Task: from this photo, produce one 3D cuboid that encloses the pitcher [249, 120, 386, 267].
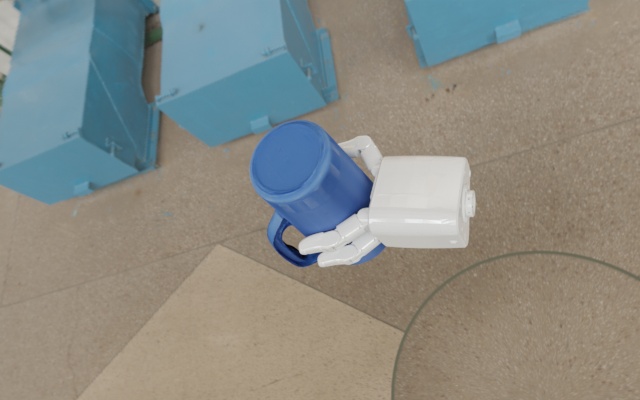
[{"bbox_3d":[0.000,0.002,0.648,0.145,0.149,0.243,0,-21,25],"label":"pitcher"}]
